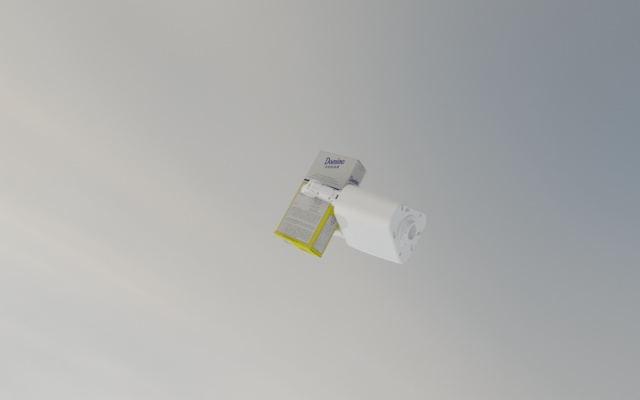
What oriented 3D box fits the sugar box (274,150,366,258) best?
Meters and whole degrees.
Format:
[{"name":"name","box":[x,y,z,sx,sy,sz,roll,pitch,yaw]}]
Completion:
[{"name":"sugar box","box":[0.000,0.003,0.835,0.093,0.176,0.048,20,-17,39]}]
